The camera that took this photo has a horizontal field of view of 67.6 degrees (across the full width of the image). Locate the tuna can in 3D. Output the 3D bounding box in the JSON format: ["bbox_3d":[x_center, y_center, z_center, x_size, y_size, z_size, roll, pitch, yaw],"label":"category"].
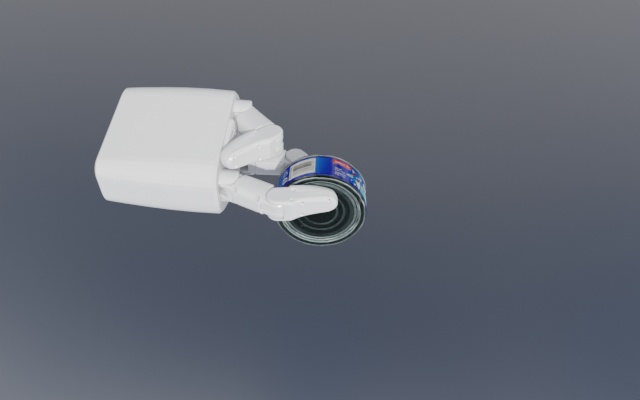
[{"bbox_3d":[0.000,0.002,0.442,0.086,0.086,0.033,0,40,2],"label":"tuna can"}]
